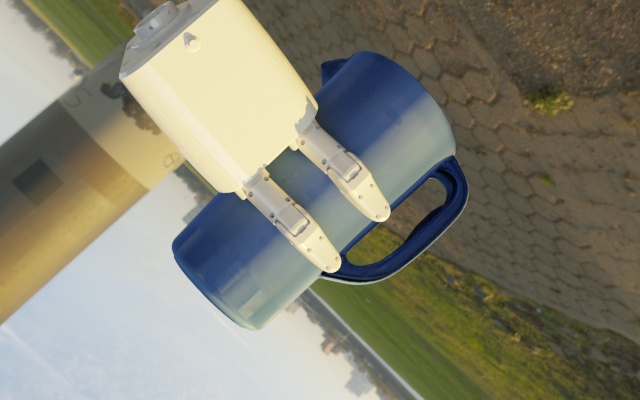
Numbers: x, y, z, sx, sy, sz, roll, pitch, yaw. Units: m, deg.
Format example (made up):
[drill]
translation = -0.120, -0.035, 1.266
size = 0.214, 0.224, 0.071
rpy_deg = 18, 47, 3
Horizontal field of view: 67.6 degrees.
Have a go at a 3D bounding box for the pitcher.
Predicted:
[pitcher]
translation = 0.000, 0.001, 0.423
size = 0.145, 0.243, 0.149
rpy_deg = 52, -11, -35
